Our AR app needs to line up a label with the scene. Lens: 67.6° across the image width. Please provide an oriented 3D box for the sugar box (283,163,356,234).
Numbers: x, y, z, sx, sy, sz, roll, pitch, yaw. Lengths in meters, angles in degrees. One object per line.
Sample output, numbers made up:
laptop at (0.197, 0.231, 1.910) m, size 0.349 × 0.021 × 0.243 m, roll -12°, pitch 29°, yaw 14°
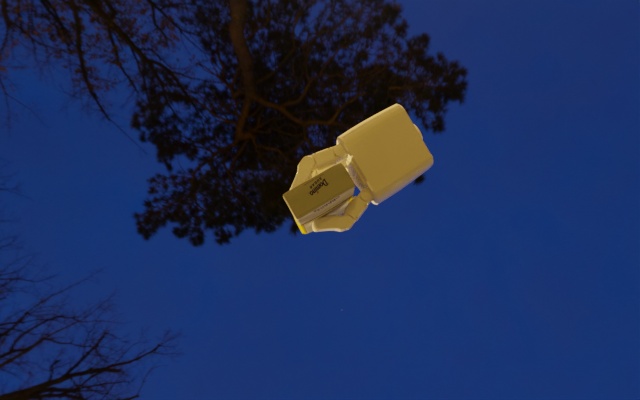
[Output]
sugar box at (0.000, 0.002, 0.711) m, size 0.093 × 0.048 × 0.176 m, roll -30°, pitch -12°, yaw -5°
